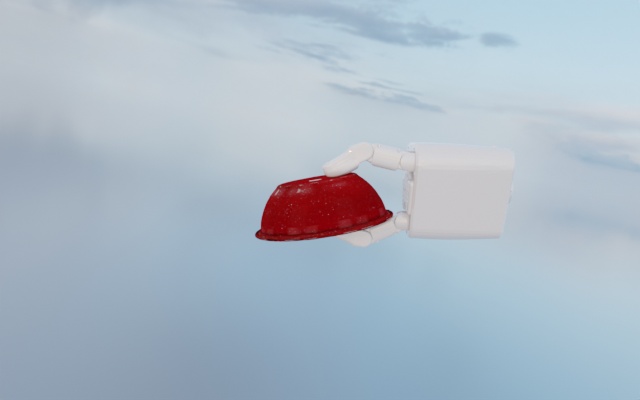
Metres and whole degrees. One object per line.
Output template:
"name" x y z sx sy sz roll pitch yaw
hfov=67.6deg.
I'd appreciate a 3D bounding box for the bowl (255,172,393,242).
"bowl" -0.001 0.002 0.550 0.162 0.055 0.162 -9 7 1
